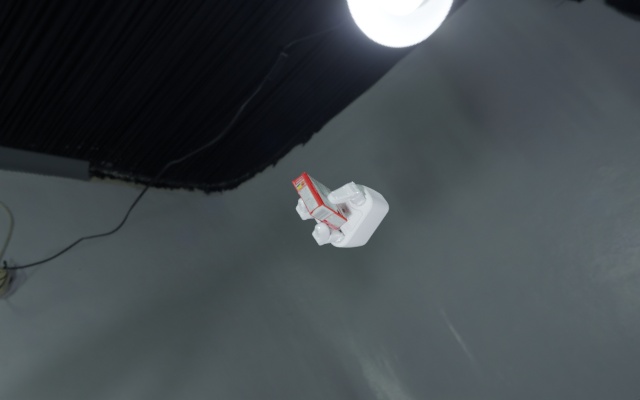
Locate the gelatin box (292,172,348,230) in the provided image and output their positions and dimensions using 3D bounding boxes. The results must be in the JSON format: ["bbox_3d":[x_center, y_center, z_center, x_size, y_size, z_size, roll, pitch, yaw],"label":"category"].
[{"bbox_3d":[0.000,0.002,0.779,0.030,0.073,0.089,-38,-34,13],"label":"gelatin box"}]
